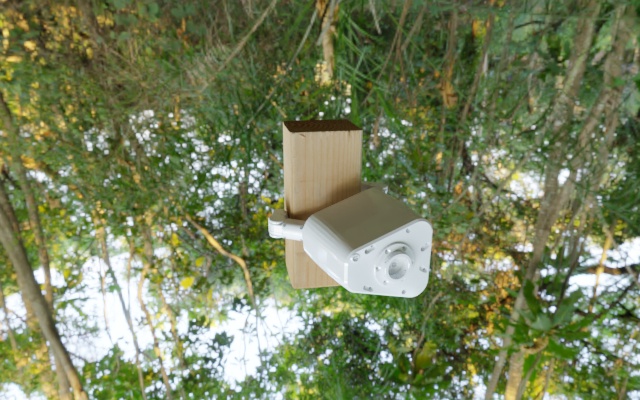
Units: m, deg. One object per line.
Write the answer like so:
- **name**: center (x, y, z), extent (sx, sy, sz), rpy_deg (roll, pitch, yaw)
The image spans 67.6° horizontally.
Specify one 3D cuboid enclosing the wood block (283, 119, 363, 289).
- **wood block**: center (0.000, 0.002, 0.633), extent (0.091, 0.206, 0.090), rpy_deg (-3, 19, -10)
